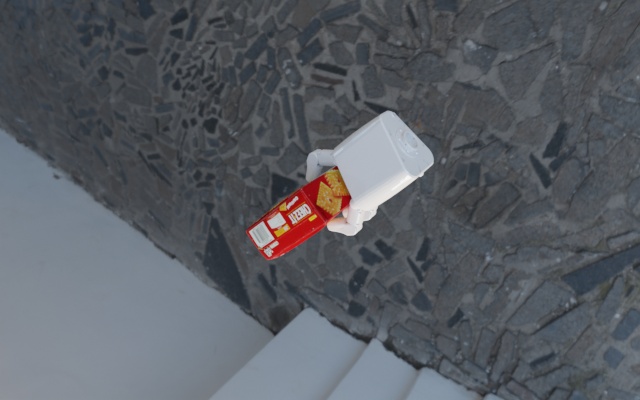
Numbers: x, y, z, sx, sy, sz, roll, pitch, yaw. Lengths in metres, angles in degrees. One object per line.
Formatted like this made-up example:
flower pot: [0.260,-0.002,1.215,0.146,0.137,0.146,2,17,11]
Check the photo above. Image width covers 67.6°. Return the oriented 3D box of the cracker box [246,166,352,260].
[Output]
cracker box: [0.000,0.003,0.813,0.164,0.072,0.213,-36,-1,42]
